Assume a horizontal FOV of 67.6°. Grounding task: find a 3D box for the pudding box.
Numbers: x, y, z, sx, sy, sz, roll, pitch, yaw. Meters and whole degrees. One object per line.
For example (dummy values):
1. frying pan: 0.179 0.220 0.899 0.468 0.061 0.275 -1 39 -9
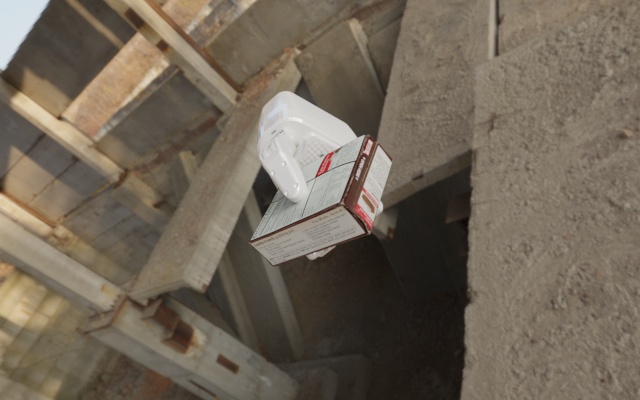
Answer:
1. pudding box: 0.000 0.001 0.408 0.113 0.090 0.039 -26 -60 40
